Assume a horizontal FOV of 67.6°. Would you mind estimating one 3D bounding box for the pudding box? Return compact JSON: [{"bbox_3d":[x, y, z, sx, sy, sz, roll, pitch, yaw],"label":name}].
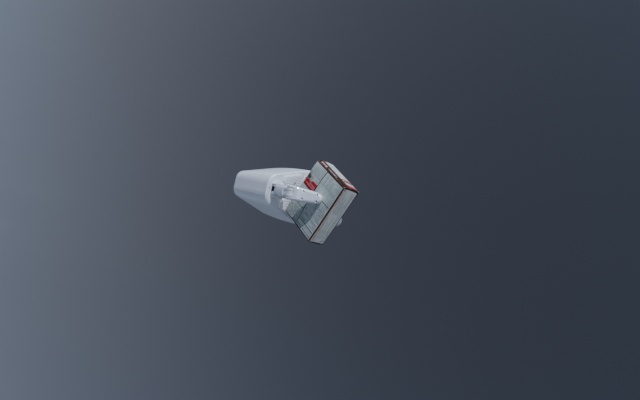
[{"bbox_3d":[0.000,0.003,0.790,0.039,0.113,0.090,14,26,-43],"label":"pudding box"}]
